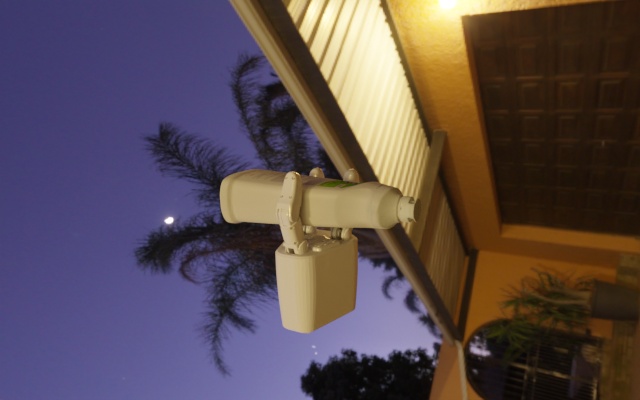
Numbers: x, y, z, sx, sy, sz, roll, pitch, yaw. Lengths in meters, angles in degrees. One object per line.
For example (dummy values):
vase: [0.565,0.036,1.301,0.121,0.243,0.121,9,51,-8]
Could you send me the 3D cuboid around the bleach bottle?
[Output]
bleach bottle: [0.000,0.002,0.611,0.251,0.068,0.102,6,17,29]
